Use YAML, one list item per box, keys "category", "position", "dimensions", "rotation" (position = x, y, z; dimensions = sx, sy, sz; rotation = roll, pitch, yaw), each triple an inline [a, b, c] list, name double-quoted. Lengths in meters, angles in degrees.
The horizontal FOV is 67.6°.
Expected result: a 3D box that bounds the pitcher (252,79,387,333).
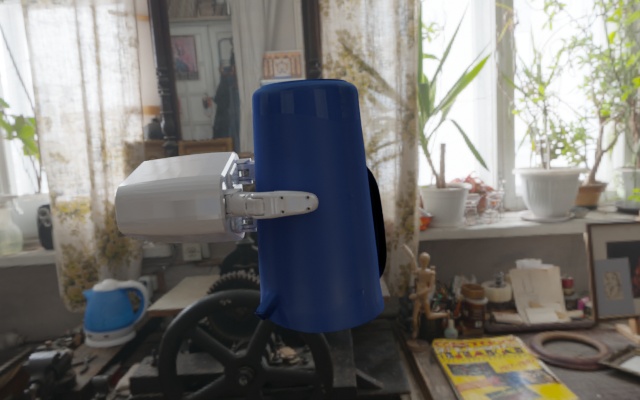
- category: "pitcher"
  position: [0.000, 0.002, 0.506]
  dimensions: [0.145, 0.243, 0.149]
  rotation: [-4, 7, 2]
